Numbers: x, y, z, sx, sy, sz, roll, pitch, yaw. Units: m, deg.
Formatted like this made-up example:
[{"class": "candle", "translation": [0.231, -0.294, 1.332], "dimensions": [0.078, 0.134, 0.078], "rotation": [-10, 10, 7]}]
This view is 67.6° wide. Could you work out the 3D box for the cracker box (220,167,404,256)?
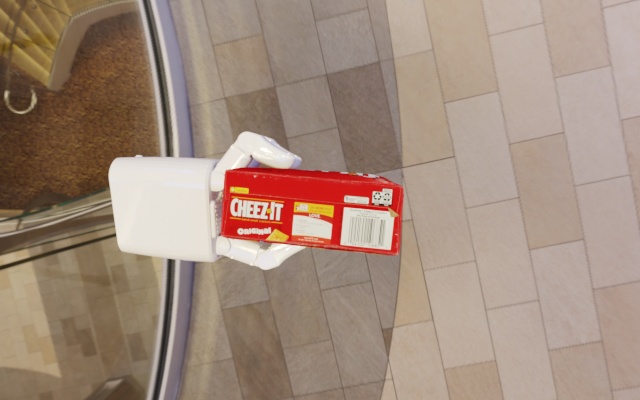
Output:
[{"class": "cracker box", "translation": [0.000, 0.002, 0.527], "dimensions": [0.164, 0.072, 0.213], "rotation": [5, 5, 4]}]
